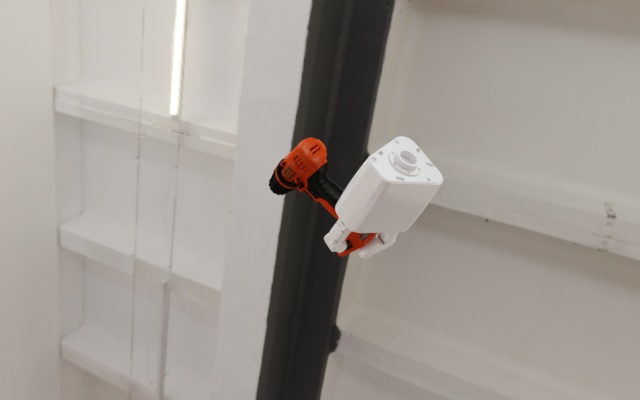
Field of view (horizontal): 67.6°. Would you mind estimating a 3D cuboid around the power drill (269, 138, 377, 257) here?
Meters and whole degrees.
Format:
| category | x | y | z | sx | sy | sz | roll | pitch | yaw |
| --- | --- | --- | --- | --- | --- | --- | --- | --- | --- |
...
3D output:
| category | x | y | z | sx | sy | sz | roll | pitch | yaw |
| --- | --- | --- | --- | --- | --- | --- | --- | --- | --- |
| power drill | 0.001 | 0.003 | 0.775 | 0.057 | 0.187 | 0.184 | -44 | 3 | -27 |
